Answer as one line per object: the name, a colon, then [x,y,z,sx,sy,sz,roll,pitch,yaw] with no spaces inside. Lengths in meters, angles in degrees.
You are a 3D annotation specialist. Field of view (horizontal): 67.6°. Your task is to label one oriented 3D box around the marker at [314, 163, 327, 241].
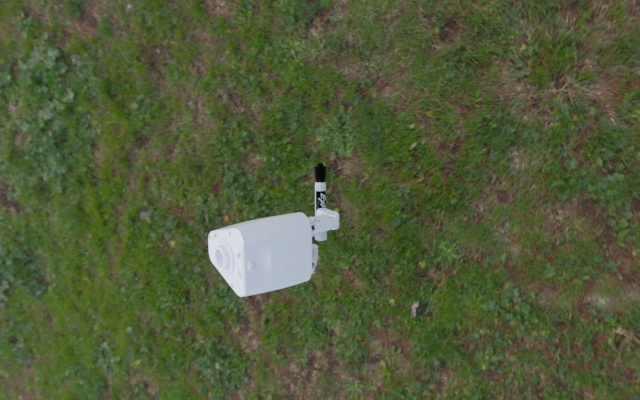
marker: [0.000,0.002,0.743,0.020,0.121,0.020,0,13,0]
